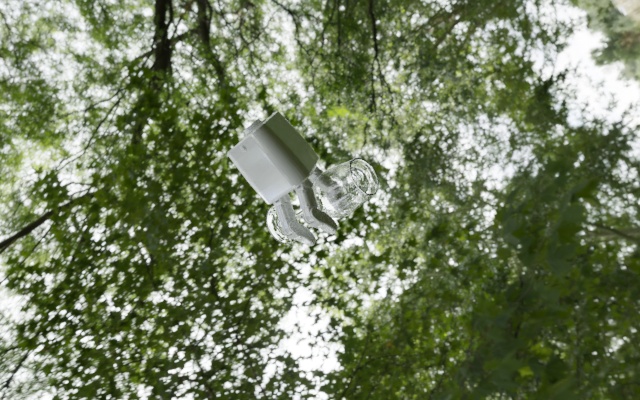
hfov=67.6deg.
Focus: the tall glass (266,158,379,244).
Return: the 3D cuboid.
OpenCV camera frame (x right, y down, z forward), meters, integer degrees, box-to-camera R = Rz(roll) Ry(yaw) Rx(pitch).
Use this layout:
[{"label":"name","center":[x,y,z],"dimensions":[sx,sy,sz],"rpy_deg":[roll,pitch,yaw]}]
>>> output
[{"label":"tall glass","center":[0.000,0.003,0.774],"dimensions":[0.079,0.079,0.201],"rpy_deg":[0,-23,-46]}]
